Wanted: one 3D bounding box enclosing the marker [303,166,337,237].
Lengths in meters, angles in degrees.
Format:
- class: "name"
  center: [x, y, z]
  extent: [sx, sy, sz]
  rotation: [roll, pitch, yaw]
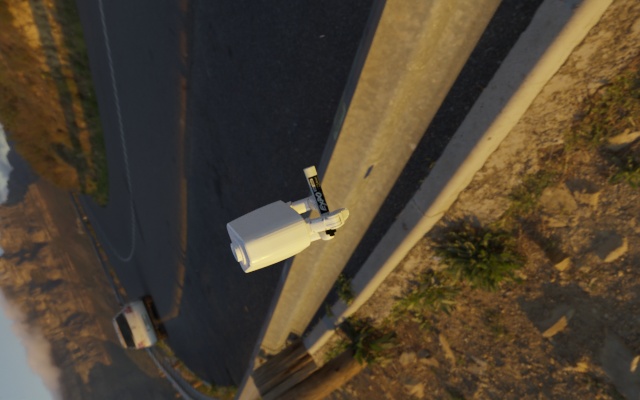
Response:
- class: "marker"
  center: [0.000, 0.003, 0.786]
  extent: [0.020, 0.121, 0.020]
  rotation: [-19, 7, 3]
